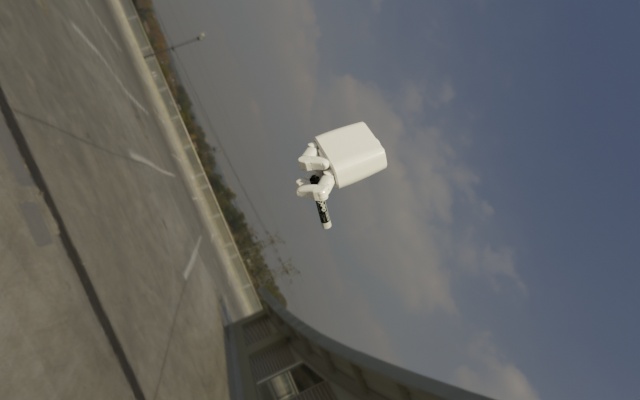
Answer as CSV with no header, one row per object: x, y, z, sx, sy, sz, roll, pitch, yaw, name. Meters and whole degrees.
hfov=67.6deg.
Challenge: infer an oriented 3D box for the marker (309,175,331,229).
0.000,0.003,0.898,0.020,0.121,0.020,-9,36,7,marker
